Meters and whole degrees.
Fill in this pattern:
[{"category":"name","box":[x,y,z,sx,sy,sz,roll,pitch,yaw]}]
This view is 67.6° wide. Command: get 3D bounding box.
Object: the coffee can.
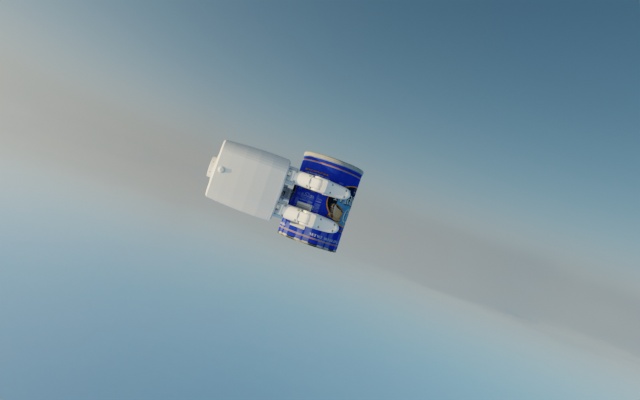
[{"category":"coffee can","box":[0.000,0.002,0.785,0.103,0.140,0.103,19,-2,1]}]
